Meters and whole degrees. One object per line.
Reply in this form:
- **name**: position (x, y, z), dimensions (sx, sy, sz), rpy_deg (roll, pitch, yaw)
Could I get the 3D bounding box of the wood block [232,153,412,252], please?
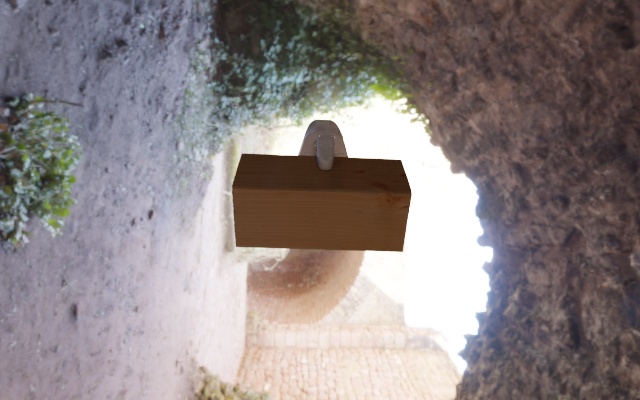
- **wood block**: position (0.000, 0.001, 0.598), dimensions (0.206, 0.091, 0.090), rpy_deg (2, 32, -1)
